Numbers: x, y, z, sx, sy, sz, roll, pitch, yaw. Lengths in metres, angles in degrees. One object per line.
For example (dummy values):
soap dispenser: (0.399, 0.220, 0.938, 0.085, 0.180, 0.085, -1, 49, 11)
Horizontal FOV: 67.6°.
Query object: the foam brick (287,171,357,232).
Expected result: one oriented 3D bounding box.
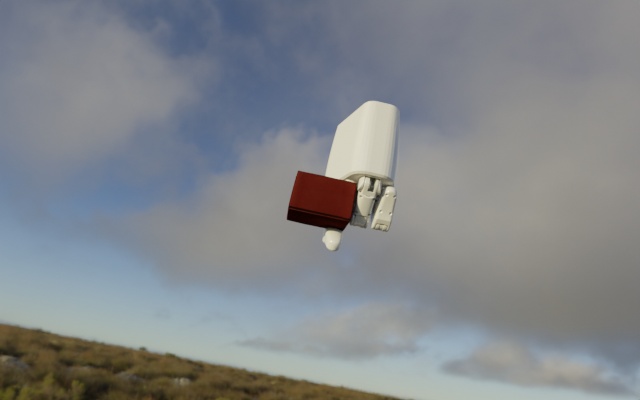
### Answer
foam brick: (0.000, 0.002, 0.601, 0.078, 0.051, 0.053, 12, -20, -5)
